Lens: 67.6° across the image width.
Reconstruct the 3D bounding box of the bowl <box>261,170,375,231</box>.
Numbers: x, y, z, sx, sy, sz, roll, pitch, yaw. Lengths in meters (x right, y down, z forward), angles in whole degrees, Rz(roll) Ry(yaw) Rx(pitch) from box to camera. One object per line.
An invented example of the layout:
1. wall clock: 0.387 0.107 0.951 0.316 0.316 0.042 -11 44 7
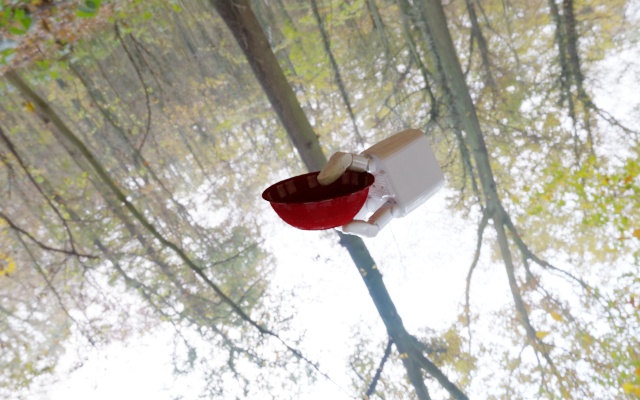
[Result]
1. bowl: -0.001 0.003 0.681 0.162 0.055 0.162 -8 17 2
